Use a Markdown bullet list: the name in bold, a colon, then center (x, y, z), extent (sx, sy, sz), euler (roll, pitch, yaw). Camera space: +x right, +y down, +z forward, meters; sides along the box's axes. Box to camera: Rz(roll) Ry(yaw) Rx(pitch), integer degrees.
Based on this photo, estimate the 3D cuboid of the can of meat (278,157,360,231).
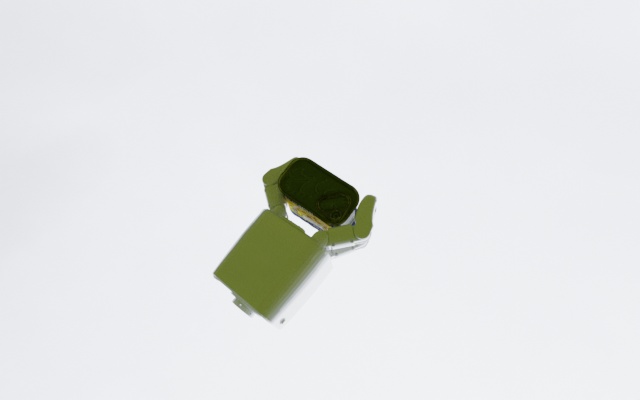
- **can of meat**: center (0.000, 0.002, 0.619), extent (0.102, 0.057, 0.084), euler (33, -15, 15)
